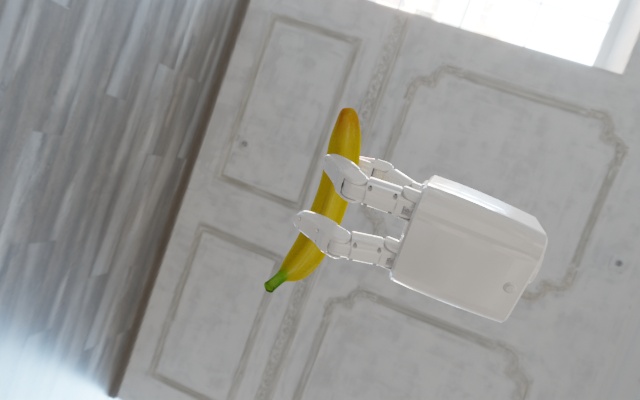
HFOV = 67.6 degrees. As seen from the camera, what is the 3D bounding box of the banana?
[{"bbox_3d":[0.005,0.005,0.488,0.037,0.198,0.069,24,7,17],"label":"banana"}]
